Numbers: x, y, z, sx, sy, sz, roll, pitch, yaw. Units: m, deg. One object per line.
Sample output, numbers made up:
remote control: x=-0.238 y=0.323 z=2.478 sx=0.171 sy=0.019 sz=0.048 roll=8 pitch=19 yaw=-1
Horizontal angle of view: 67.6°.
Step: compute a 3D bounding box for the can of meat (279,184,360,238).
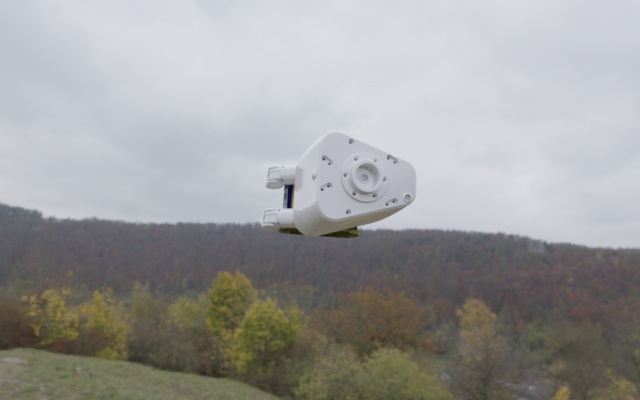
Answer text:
can of meat: x=0.000 y=0.002 z=0.619 sx=0.102 sy=0.084 sz=0.057 roll=5 pitch=-10 yaw=-10
